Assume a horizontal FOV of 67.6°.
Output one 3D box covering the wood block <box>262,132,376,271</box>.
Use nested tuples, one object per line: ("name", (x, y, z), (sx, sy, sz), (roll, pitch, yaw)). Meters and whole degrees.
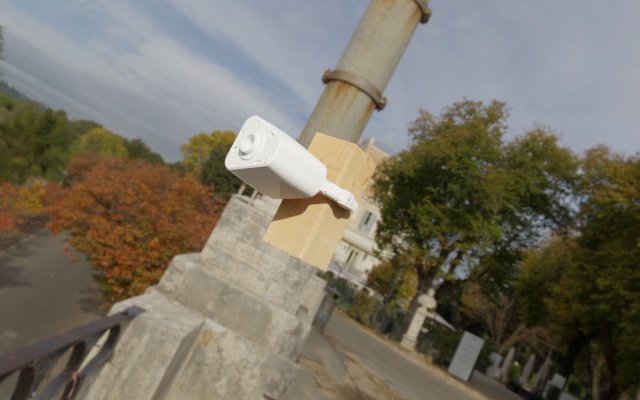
("wood block", (0.000, 0.002, 0.812), (0.091, 0.206, 0.090), (22, -8, 34))
